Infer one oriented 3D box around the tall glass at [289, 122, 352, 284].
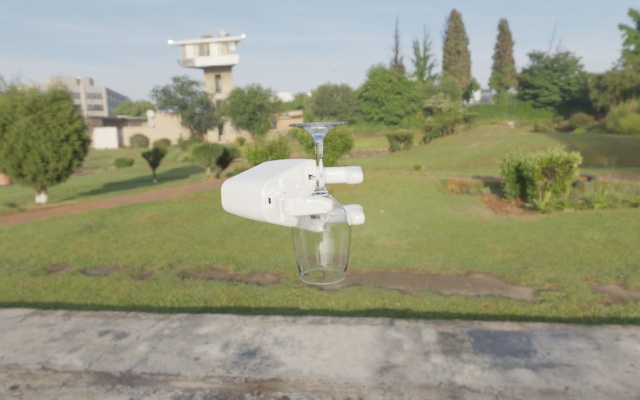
[{"bbox_3d":[0.000,0.001,0.613,0.079,0.201,0.079,-2,8,0],"label":"tall glass"}]
